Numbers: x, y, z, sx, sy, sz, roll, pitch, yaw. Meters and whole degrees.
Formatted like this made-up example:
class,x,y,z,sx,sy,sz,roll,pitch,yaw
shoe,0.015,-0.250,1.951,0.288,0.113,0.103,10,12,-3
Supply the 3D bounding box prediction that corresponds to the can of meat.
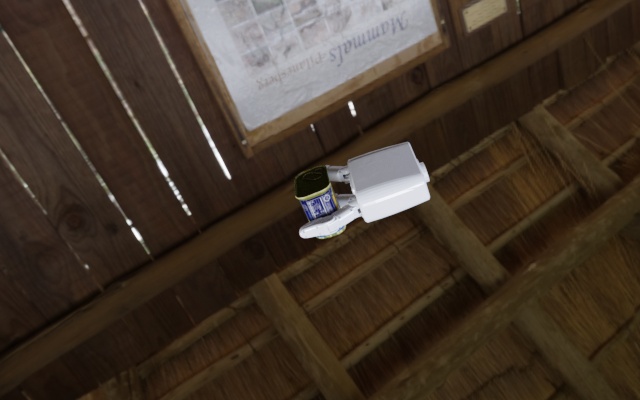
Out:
class,x,y,z,sx,sy,sz,roll,pitch,yaw
can of meat,0.000,0.003,0.777,0.057,0.084,0.102,-21,26,5
